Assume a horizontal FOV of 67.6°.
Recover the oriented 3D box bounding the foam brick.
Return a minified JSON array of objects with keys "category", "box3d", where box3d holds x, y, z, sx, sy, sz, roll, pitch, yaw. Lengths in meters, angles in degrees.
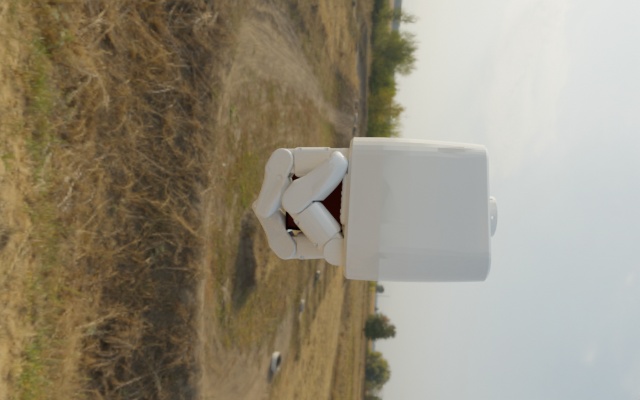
[{"category":"foam brick","box3d":[0.000,0.001,0.444,0.051,0.053,0.078,1,1,7]}]
